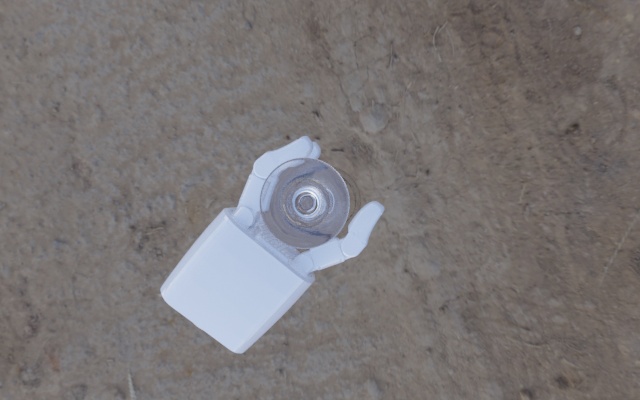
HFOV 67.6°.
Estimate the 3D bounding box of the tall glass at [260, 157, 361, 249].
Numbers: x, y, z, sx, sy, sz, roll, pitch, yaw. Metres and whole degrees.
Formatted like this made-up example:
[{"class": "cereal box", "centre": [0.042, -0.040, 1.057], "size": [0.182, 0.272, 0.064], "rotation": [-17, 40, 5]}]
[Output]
[{"class": "tall glass", "centre": [0.000, 0.002, 0.483], "size": [0.079, 0.079, 0.201], "rotation": [0, 1, 8]}]
